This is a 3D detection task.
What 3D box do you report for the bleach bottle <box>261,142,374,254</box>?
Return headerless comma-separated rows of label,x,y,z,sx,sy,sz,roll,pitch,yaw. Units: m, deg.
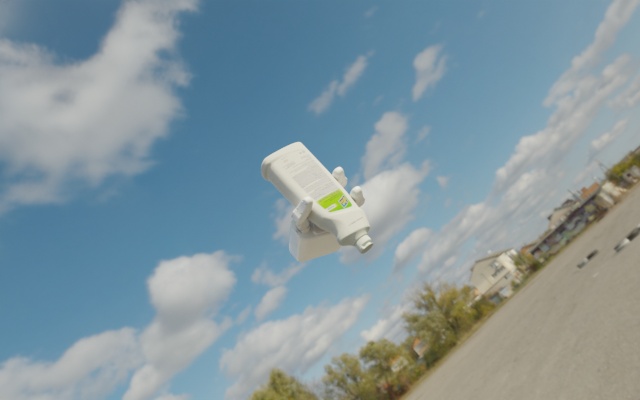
bleach bottle,0.000,0.003,0.894,0.102,0.250,0.068,-31,-24,-24
